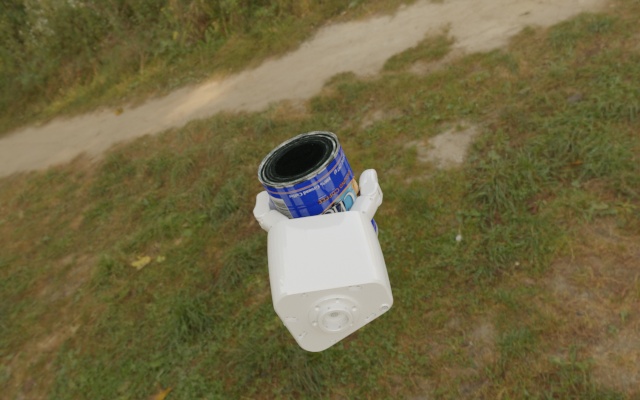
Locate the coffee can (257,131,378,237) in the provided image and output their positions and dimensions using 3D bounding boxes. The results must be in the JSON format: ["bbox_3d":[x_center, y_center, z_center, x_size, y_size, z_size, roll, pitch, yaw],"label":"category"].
[{"bbox_3d":[0.000,0.002,0.583,0.103,0.140,0.102,-18,35,13],"label":"coffee can"}]
